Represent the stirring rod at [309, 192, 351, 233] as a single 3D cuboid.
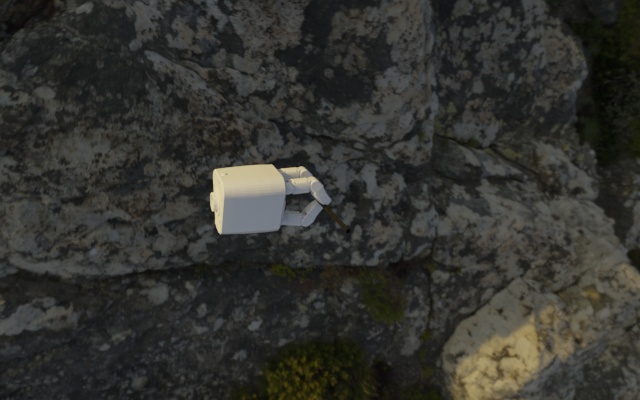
[{"bbox_3d":[0.000,0.003,0.861,0.011,0.011,0.239,0,23,-23],"label":"stirring rod"}]
